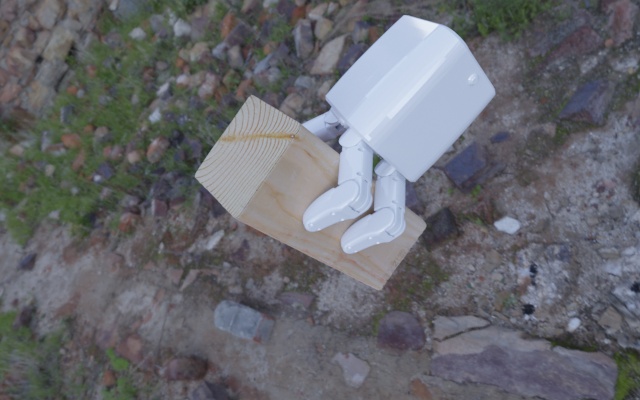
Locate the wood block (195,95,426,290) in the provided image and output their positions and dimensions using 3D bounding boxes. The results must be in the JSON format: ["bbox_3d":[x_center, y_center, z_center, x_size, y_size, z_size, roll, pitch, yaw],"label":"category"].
[{"bbox_3d":[0.000,0.001,0.458,0.206,0.090,0.090,33,3,-43],"label":"wood block"}]
